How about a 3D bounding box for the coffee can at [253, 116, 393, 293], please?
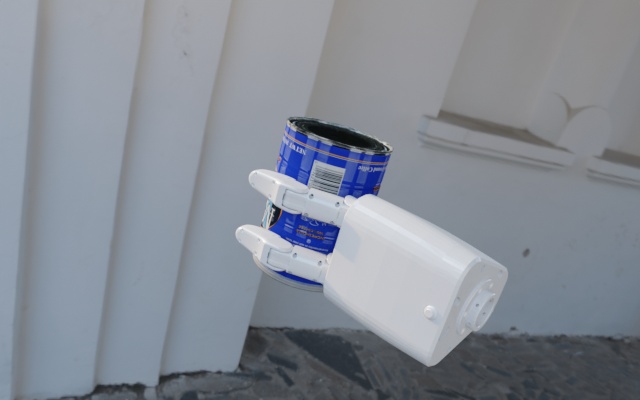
[{"bbox_3d":[0.000,0.002,0.462,0.103,0.140,0.102,15,18,-5],"label":"coffee can"}]
